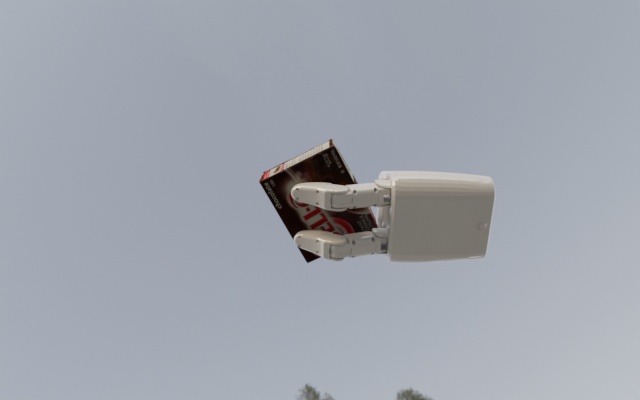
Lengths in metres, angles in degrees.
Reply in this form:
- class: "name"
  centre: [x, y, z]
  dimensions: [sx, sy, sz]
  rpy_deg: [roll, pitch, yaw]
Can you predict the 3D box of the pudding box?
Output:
- class: "pudding box"
  centre: [0.000, 0.002, 0.523]
  dimensions: [0.090, 0.113, 0.039]
  rpy_deg: [-26, 18, 10]
